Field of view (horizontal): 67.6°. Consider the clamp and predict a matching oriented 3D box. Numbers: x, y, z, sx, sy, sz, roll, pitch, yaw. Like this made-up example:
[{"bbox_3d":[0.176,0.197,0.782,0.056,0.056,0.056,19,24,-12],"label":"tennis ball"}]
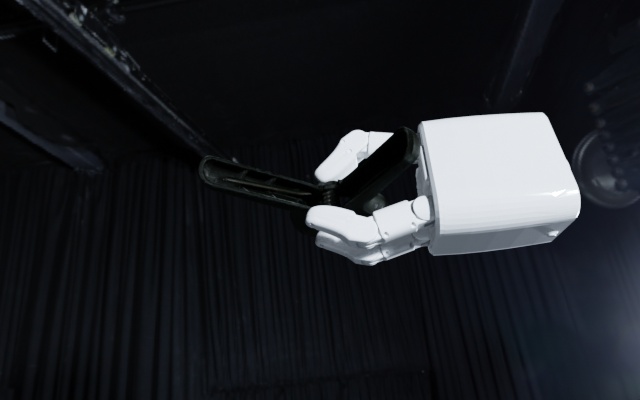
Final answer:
[{"bbox_3d":[0.000,0.001,0.422,0.164,0.036,0.210,-3,-22,7],"label":"clamp"}]
